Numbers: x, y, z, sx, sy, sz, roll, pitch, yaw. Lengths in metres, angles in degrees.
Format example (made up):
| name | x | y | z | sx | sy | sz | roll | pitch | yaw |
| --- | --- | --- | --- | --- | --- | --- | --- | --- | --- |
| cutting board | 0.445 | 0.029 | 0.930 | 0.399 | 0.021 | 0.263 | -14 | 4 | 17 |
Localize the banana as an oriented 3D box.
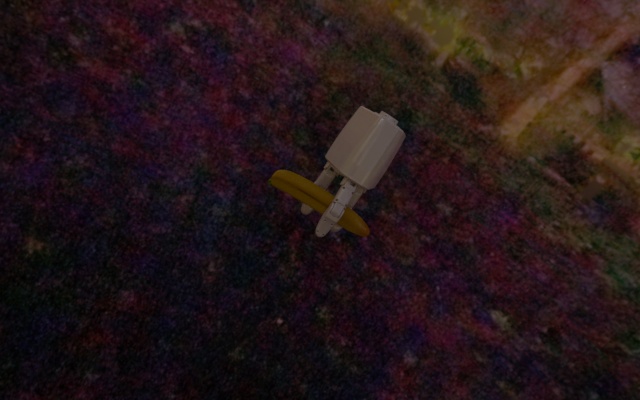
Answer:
| name | x | y | z | sx | sy | sz | roll | pitch | yaw |
| --- | --- | --- | --- | --- | --- | --- | --- | --- | --- |
| banana | -0.006 | -0.003 | 0.771 | 0.198 | 0.037 | 0.070 | 30 | -4 | 16 |
